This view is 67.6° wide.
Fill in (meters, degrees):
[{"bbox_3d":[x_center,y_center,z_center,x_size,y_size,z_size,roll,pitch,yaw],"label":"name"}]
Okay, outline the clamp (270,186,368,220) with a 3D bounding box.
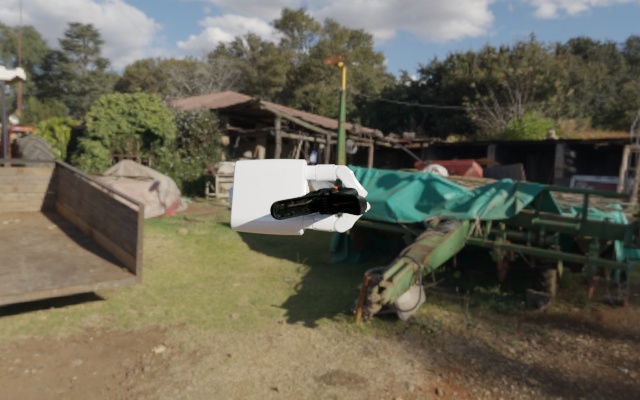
[{"bbox_3d":[0.000,0.001,0.648,0.120,0.039,0.171,1,4,3],"label":"clamp"}]
